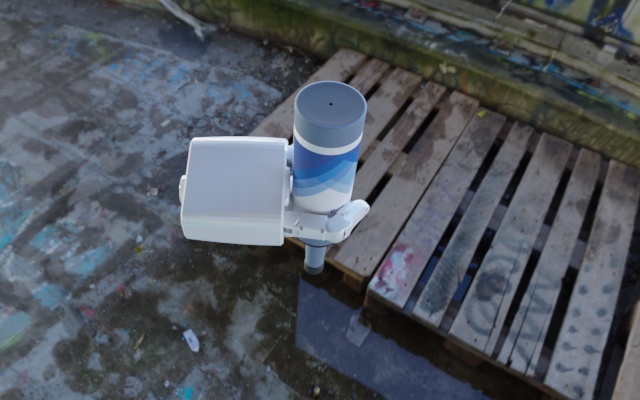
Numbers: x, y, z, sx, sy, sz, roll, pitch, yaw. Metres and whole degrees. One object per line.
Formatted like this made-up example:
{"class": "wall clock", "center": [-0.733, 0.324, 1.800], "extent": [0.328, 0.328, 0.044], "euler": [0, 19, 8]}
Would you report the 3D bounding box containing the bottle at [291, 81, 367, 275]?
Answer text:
{"class": "bottle", "center": [0.000, 0.002, 0.551], "extent": [0.069, 0.069, 0.296], "euler": [0, -38, -5]}
